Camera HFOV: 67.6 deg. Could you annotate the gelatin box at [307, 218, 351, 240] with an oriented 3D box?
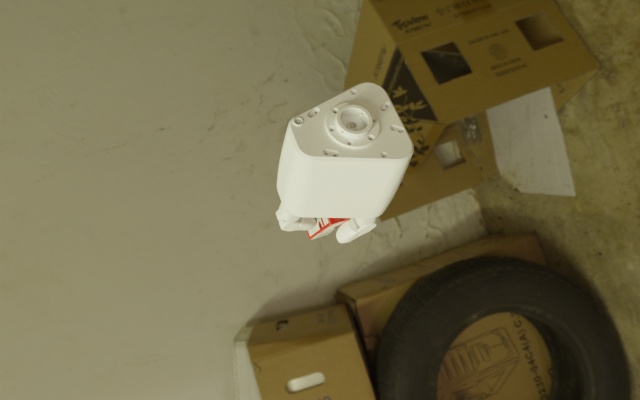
[{"bbox_3d":[0.000,0.002,0.586,0.030,0.073,0.089,-14,-11,-21],"label":"gelatin box"}]
